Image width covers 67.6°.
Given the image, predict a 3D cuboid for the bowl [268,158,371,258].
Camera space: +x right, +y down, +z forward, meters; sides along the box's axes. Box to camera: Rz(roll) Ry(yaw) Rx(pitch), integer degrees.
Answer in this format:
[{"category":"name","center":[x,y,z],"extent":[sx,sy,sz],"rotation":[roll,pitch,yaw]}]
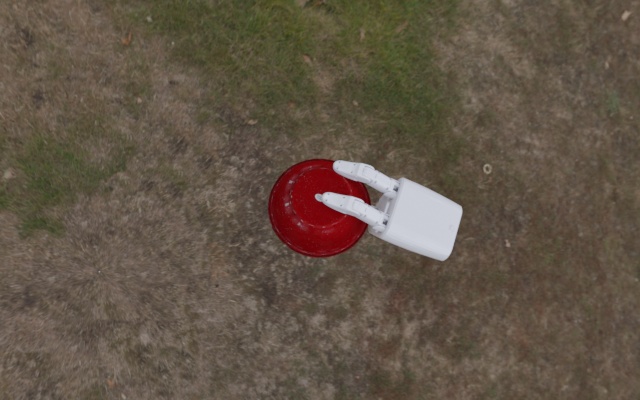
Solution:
[{"category":"bowl","center":[-0.001,0.002,0.721],"extent":[0.162,0.162,0.055],"rotation":[0,-17,-2]}]
